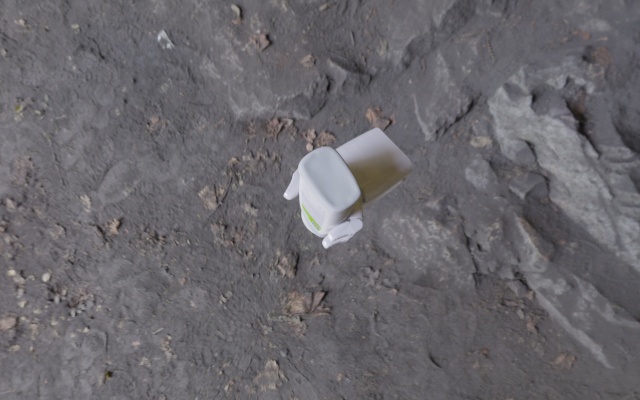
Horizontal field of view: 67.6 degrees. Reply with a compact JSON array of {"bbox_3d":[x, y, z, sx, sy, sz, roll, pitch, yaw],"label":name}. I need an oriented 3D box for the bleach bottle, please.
[{"bbox_3d":[0.000,0.003,0.803,0.068,0.102,0.251,-31,-9,-15],"label":"bleach bottle"}]
